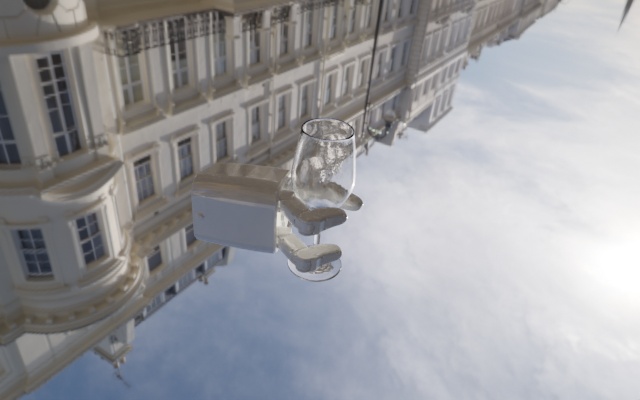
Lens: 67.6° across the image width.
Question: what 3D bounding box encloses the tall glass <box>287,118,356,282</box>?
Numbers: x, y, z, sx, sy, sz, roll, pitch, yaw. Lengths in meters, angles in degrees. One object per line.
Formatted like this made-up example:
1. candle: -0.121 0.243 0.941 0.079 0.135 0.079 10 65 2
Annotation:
1. tall glass: 0.000 0.003 0.595 0.079 0.201 0.079 4 33 -3
